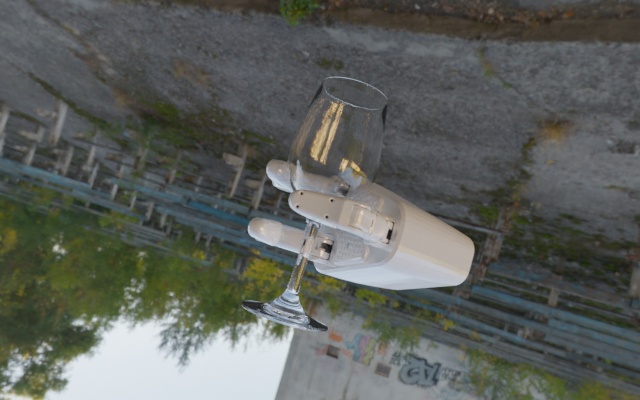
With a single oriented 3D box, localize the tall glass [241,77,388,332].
[{"bbox_3d":[0.000,0.002,0.403,0.079,0.201,0.079,17,-6,2],"label":"tall glass"}]
